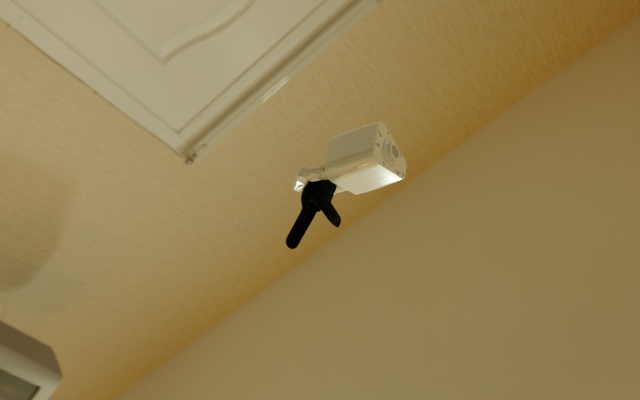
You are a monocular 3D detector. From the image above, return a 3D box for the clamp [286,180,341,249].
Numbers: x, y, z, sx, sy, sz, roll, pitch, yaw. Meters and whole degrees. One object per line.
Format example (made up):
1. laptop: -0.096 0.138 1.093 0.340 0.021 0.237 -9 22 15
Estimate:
1. clamp: 0.000 0.003 0.860 0.120 0.171 0.039 -16 -44 36
